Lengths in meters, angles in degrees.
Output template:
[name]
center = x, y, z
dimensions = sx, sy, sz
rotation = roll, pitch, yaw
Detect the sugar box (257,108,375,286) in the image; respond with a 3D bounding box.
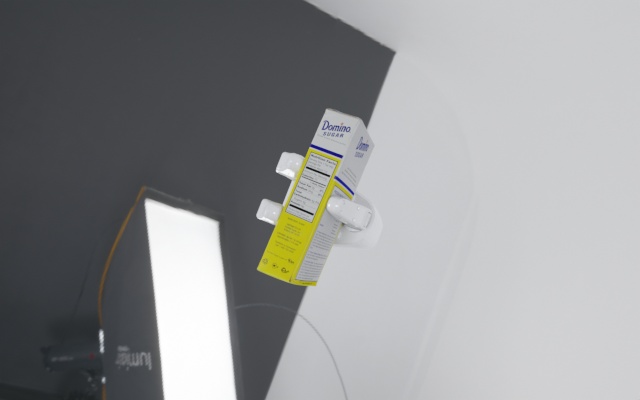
[sugar box]
center = 0.000, 0.002, 0.506
dimensions = 0.048, 0.176, 0.093
rotation = 19, -5, 18
